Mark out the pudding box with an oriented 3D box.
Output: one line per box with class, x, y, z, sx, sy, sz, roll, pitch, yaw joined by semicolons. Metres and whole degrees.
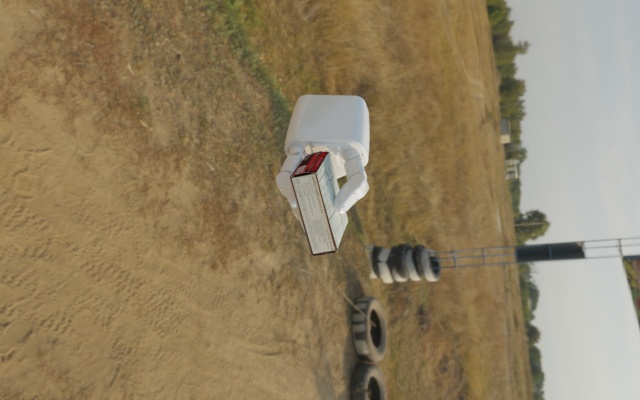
pudding box;0.000;0.002;0.622;0.039;0.113;0.090;-11;19;17
